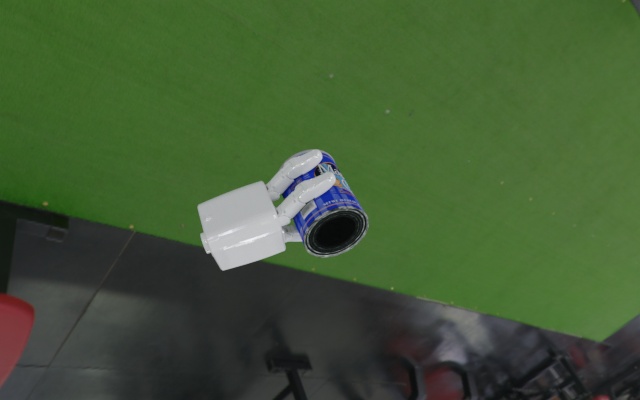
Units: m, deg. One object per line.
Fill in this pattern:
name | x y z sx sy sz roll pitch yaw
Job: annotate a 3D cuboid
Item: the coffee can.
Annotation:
coffee can | 0.000 0.002 0.741 0.103 0.103 0.140 0 41 -27
